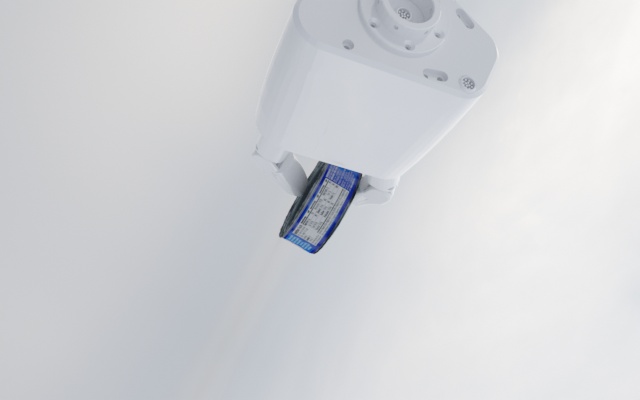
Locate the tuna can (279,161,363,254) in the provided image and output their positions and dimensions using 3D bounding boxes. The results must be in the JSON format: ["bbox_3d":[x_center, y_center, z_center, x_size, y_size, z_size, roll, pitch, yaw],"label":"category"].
[{"bbox_3d":[0.001,0.002,0.403,0.034,0.086,0.086,30,-4,-7],"label":"tuna can"}]
